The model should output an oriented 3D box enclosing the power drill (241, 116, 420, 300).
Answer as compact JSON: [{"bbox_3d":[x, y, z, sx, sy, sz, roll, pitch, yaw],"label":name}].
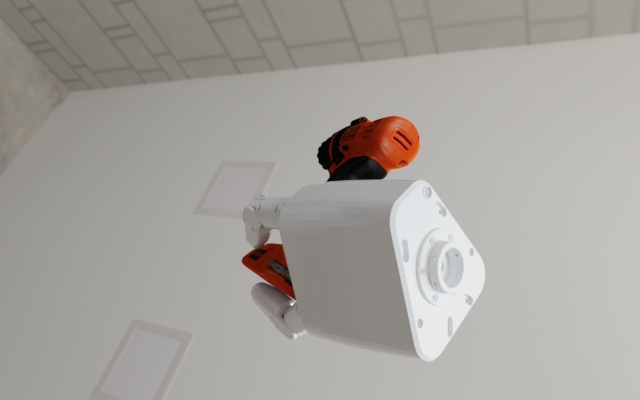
[{"bbox_3d":[0.000,0.002,0.472,0.057,0.187,0.184,37,-11,-14],"label":"power drill"}]
